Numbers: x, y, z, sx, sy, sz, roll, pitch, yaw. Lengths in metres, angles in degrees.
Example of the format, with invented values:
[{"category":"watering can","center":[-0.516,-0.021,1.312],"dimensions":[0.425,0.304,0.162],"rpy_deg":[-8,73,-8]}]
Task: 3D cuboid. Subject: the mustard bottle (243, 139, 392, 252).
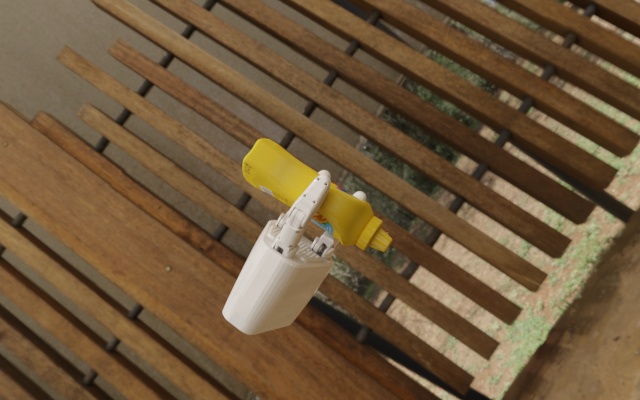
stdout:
[{"category":"mustard bottle","center":[0.000,0.001,0.570],"dimensions":[0.191,0.058,0.096],"rpy_deg":[34,-10,11]}]
